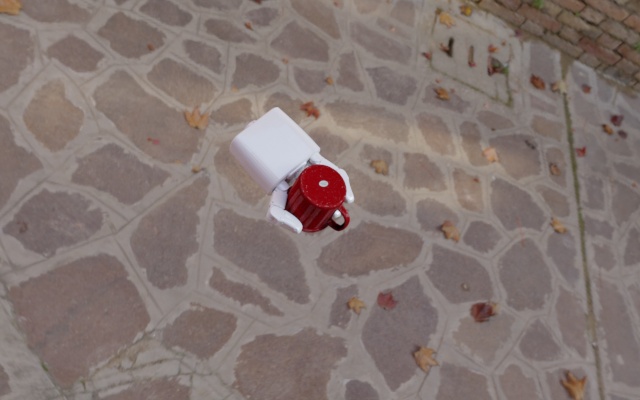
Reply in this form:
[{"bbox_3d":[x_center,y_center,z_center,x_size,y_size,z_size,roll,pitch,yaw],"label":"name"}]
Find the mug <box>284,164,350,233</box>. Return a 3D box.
[{"bbox_3d":[0.001,0.004,0.773,0.093,0.117,0.081,-41,-7,-34],"label":"mug"}]
